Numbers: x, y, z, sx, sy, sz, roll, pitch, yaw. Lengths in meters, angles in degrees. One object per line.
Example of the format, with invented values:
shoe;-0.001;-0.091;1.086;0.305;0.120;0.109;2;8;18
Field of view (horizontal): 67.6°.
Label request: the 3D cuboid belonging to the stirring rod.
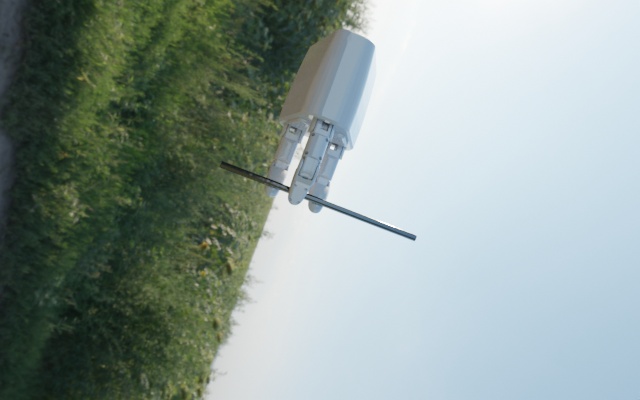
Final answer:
stirring rod;0.000;0.002;0.548;0.239;0.011;0.011;21;-3;-7
